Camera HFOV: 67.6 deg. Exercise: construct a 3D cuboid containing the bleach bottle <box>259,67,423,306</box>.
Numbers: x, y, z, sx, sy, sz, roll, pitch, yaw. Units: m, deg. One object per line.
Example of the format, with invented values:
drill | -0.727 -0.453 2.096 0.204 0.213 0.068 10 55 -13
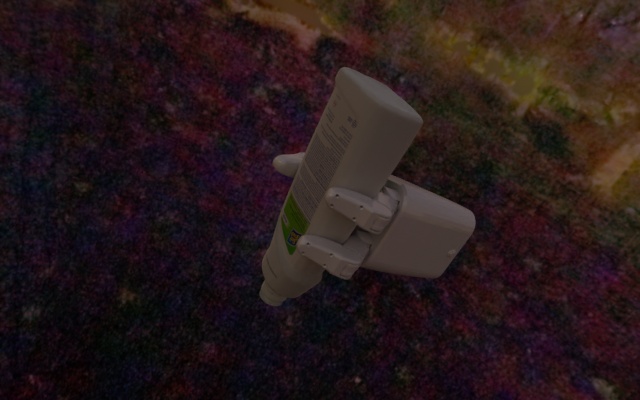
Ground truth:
bleach bottle | 0.000 0.002 0.483 0.068 0.251 0.102 16 27 -29
